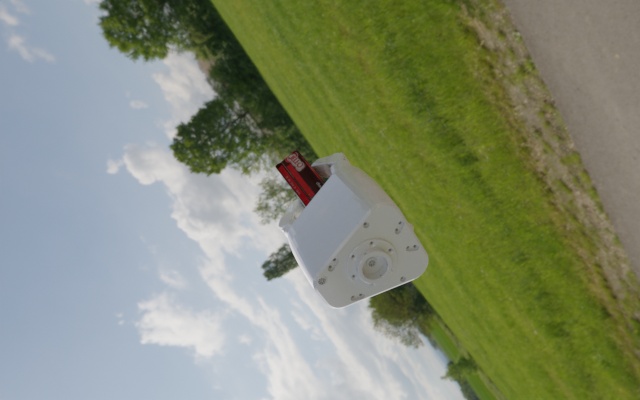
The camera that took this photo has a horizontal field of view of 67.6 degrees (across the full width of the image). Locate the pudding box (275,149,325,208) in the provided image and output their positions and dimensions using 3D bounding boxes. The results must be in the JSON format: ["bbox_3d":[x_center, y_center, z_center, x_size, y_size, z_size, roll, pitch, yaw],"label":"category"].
[{"bbox_3d":[0.000,0.002,0.584,0.039,0.090,0.114,-36,-37,-1],"label":"pudding box"}]
